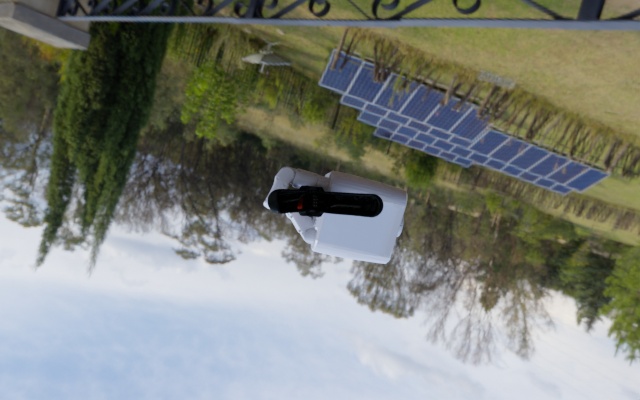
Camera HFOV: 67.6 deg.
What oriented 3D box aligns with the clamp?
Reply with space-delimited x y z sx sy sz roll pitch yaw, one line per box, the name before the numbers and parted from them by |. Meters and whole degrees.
clamp | 0.000 0.002 0.553 0.120 0.039 0.171 9 2 -6
